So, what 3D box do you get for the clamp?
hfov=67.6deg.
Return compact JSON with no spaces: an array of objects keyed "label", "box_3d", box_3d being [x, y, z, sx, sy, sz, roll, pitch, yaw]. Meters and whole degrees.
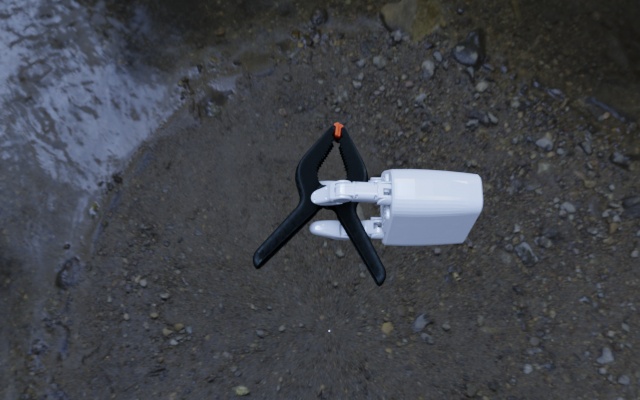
[{"label":"clamp","box_3d":[0.000,0.001,0.610,0.164,0.210,0.036,1,-15,-1]}]
